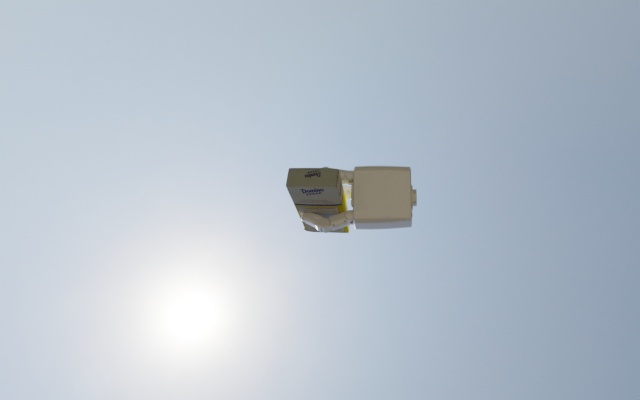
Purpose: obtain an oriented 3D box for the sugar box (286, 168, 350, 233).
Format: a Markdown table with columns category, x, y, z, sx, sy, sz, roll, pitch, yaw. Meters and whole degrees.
| category | x | y | z | sx | sy | sz | roll | pitch | yaw |
| --- | --- | --- | --- | --- | --- | --- | --- | --- | --- |
| sugar box | 0.000 | 0.003 | 0.898 | 0.093 | 0.048 | 0.176 | 1 | -32 | 11 |
